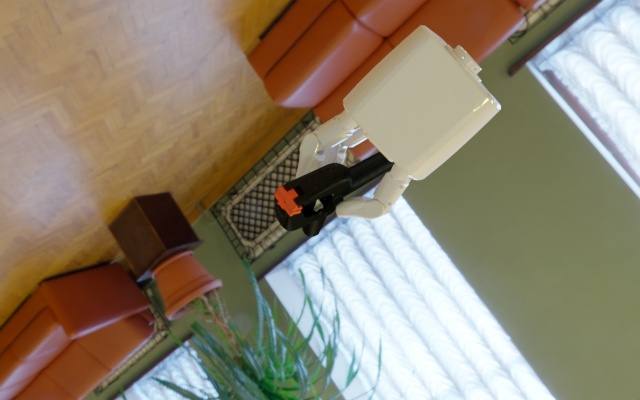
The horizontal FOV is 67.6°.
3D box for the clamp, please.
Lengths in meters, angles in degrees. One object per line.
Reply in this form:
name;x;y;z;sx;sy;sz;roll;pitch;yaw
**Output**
clamp;0.000;0.002;0.546;0.164;0.036;0.210;-45;-14;25
